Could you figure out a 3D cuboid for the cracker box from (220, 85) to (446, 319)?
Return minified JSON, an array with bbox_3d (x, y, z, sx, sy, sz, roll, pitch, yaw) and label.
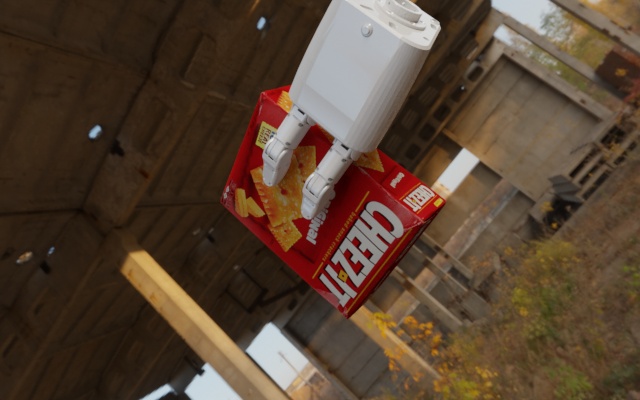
[{"bbox_3d":[0.000,0.002,0.531,0.213,0.164,0.072,41,37,15],"label":"cracker box"}]
